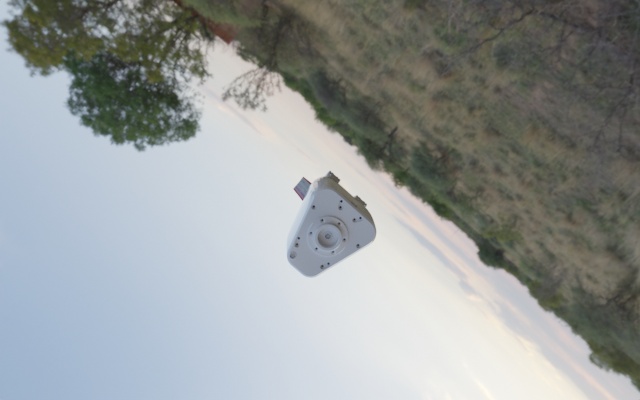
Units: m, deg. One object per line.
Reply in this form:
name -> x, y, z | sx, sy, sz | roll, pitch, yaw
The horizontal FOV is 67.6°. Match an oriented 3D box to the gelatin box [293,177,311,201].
gelatin box -> 0.000, 0.003, 0.742 | 0.073, 0.030, 0.089 | 40, 1, -19
